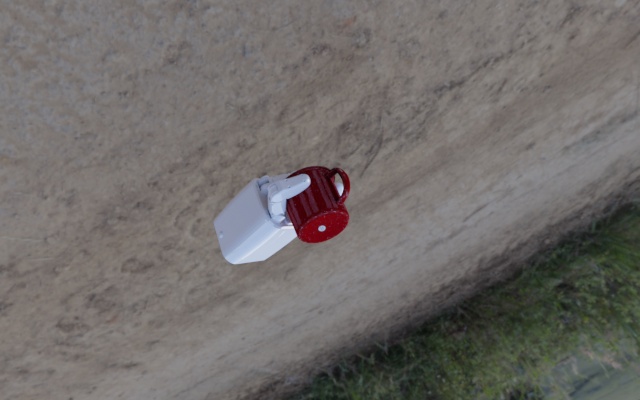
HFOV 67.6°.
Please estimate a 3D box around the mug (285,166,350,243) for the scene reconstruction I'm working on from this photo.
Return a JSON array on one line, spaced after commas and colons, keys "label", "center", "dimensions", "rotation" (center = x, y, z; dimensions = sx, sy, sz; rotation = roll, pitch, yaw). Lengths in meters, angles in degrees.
[{"label": "mug", "center": [0.001, 0.002, 0.700], "dimensions": [0.117, 0.081, 0.093], "rotation": [-42, -37, 25]}]
